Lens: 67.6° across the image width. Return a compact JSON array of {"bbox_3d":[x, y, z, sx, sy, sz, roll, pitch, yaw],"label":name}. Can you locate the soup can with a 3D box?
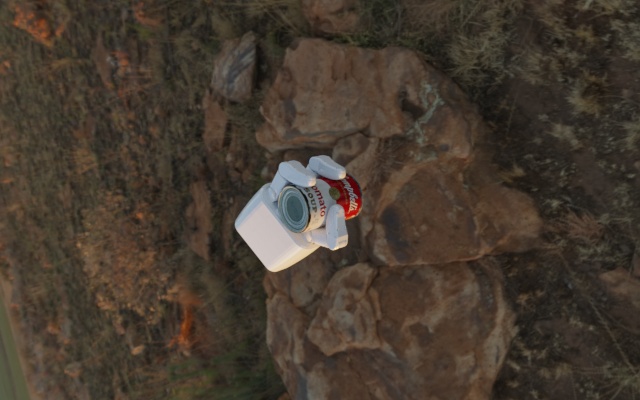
[{"bbox_3d":[0.000,0.002,0.663,0.102,0.068,0.068,-14,9,-40],"label":"soup can"}]
